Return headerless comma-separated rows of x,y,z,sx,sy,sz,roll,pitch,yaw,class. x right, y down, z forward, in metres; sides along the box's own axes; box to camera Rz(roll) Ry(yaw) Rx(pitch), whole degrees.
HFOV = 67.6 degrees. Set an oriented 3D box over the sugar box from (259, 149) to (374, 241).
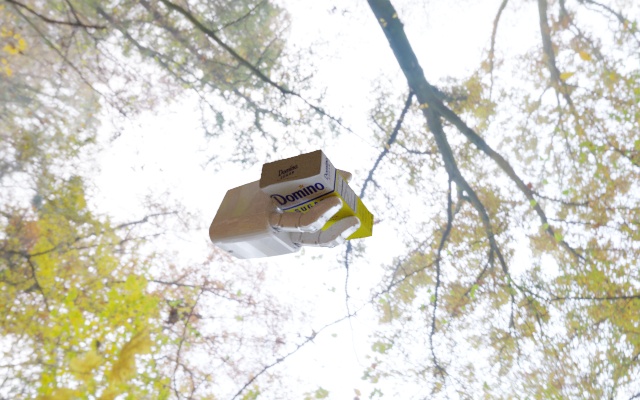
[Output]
0.000,0.003,0.669,0.093,0.048,0.176,-12,-33,26,sugar box
